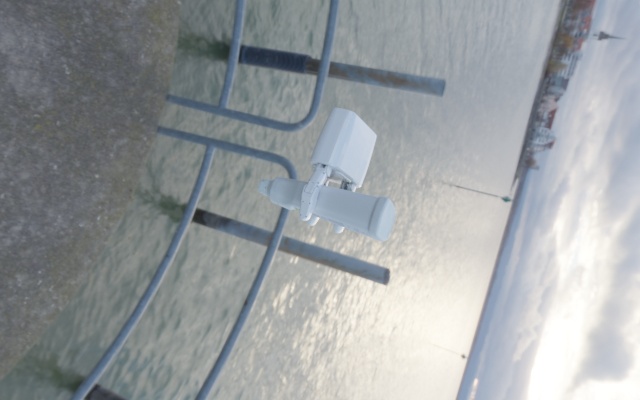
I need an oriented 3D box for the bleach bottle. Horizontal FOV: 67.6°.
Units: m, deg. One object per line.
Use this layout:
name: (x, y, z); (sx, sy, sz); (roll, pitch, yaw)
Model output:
bleach bottle: (0.000, 0.003, 0.838); (0.251, 0.068, 0.102); (16, -10, 21)
